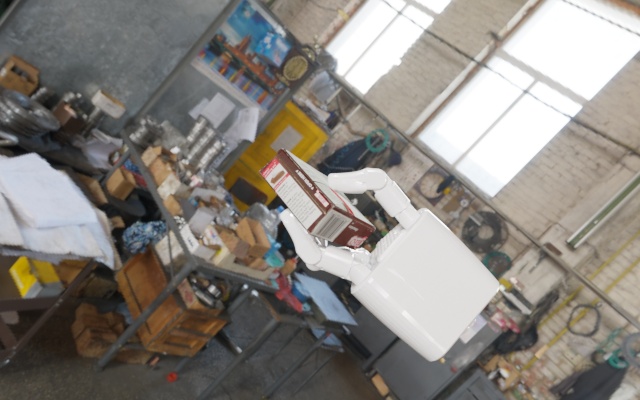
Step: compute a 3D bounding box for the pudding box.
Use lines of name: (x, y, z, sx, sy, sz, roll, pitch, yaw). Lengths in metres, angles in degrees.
pudding box: (0.000, 0.002, 0.492, 0.090, 0.039, 0.113, 48, 8, 28)
